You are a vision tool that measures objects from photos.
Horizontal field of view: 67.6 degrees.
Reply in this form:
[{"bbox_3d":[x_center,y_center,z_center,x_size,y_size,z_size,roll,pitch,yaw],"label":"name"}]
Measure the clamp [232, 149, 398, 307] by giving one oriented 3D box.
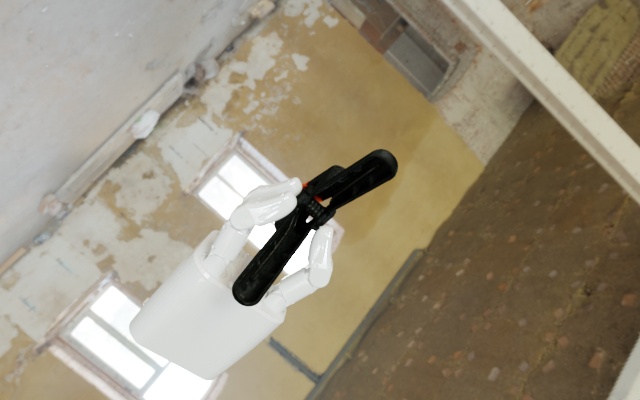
[{"bbox_3d":[0.000,0.002,0.448,0.164,0.036,0.210,-41,8,13],"label":"clamp"}]
